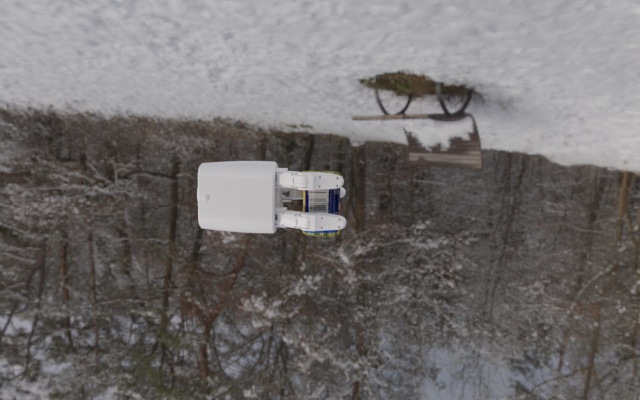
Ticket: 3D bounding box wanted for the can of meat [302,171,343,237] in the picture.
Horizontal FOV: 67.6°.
[{"bbox_3d":[0.000,0.003,0.691,0.057,0.084,0.102,1,7,-2],"label":"can of meat"}]
